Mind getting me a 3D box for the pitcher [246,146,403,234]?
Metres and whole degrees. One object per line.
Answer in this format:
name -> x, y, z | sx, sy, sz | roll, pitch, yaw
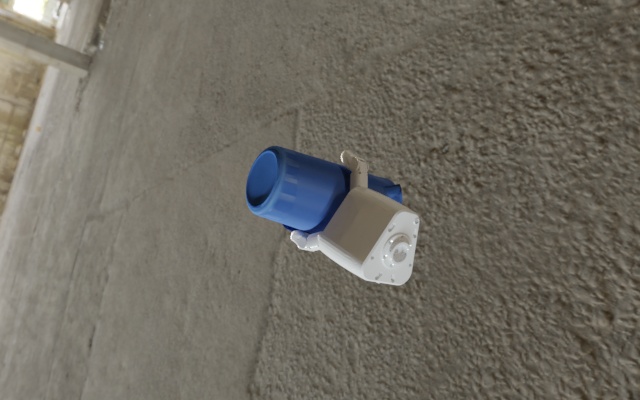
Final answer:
pitcher -> 0.000, 0.003, 0.780 | 0.243, 0.149, 0.145 | 17, 6, -35
